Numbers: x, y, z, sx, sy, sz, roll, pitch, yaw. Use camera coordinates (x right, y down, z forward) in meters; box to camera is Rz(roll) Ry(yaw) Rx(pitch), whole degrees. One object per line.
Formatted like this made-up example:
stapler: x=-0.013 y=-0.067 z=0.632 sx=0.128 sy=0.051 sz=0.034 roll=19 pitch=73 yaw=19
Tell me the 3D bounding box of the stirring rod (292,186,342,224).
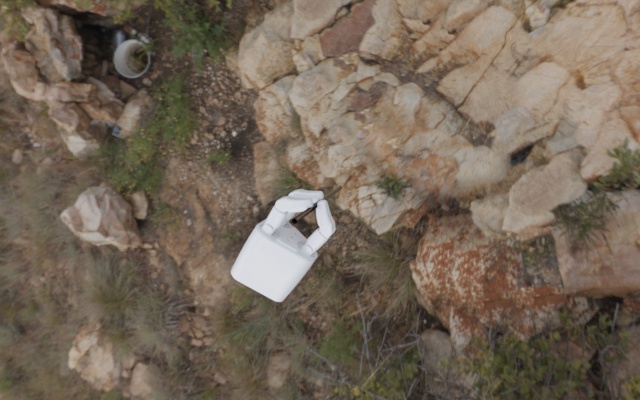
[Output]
stirring rod: x=0.000 y=0.003 z=0.801 sx=0.011 sy=0.011 sz=0.239 roll=0 pitch=13 yaw=19
